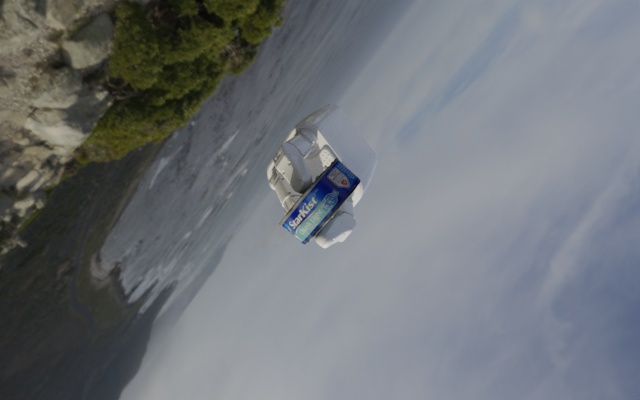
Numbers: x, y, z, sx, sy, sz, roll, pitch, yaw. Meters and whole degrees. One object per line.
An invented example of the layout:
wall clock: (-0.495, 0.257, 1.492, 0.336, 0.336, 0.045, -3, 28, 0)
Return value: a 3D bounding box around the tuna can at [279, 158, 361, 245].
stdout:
tuna can: (0.000, 0.002, 0.466, 0.034, 0.086, 0.086, 41, 0, 0)
